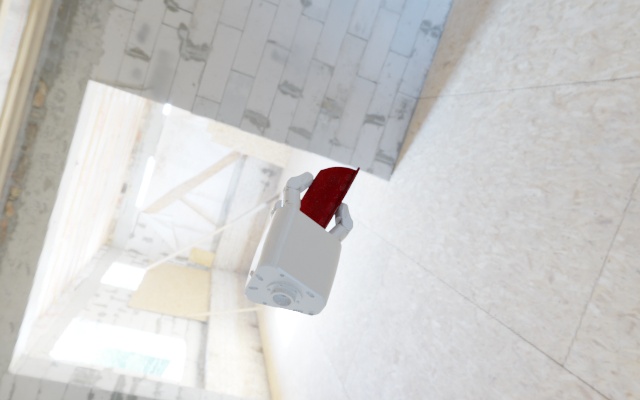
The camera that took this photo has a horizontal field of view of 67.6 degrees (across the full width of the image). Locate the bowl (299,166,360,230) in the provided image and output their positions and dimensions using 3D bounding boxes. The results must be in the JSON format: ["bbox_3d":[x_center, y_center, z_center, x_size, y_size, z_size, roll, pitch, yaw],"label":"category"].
[{"bbox_3d":[0.000,0.002,0.771,0.055,0.162,0.162,31,0,0],"label":"bowl"}]
